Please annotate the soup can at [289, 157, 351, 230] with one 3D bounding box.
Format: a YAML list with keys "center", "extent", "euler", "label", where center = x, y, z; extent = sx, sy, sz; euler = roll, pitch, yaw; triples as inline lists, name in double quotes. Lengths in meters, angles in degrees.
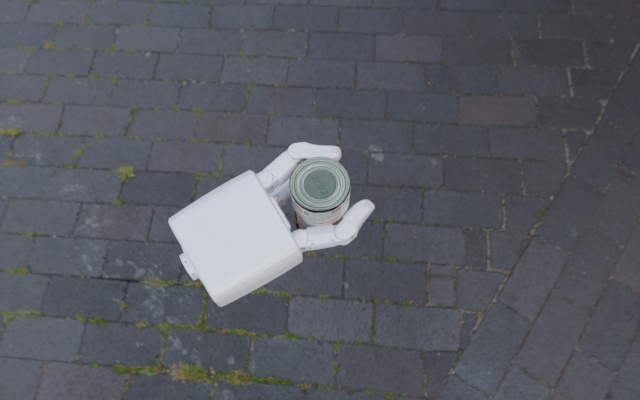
- center: [0.001, 0.002, 0.554]
  extent: [0.068, 0.068, 0.102]
  euler: [0, -24, 1]
  label: "soup can"
